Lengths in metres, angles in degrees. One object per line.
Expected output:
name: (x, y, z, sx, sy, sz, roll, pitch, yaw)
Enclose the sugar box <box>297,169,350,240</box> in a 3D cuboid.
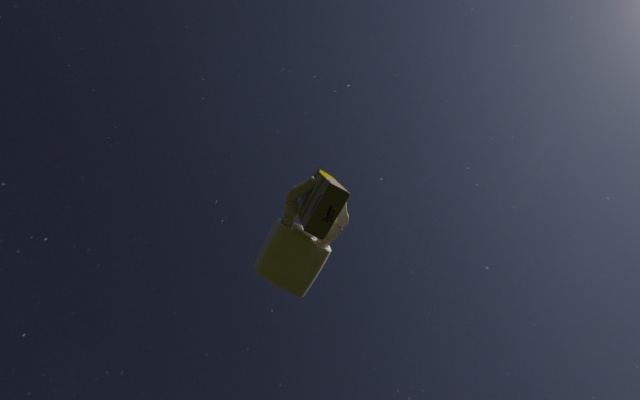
sugar box: (0.001, 0.003, 0.859, 0.048, 0.093, 0.176, 28, 7, -14)
